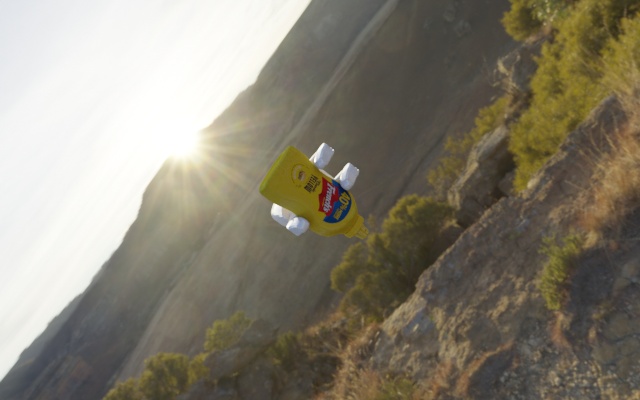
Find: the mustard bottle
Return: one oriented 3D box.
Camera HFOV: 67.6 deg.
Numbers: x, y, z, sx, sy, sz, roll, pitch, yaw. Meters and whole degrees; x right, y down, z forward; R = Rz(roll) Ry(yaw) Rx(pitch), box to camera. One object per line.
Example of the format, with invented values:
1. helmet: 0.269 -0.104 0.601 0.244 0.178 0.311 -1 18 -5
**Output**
1. mustard bottle: 0.000 0.002 0.775 0.191 0.096 0.058 37 -38 -13
